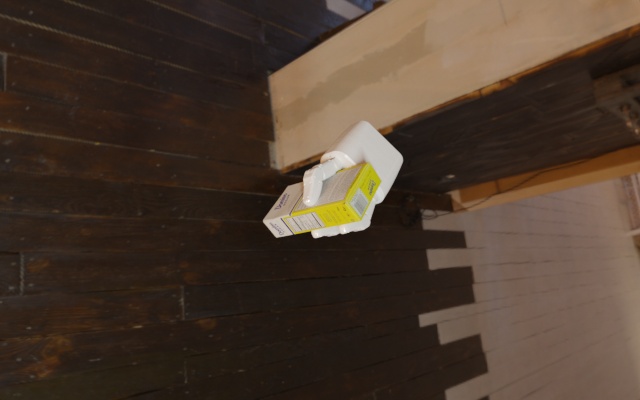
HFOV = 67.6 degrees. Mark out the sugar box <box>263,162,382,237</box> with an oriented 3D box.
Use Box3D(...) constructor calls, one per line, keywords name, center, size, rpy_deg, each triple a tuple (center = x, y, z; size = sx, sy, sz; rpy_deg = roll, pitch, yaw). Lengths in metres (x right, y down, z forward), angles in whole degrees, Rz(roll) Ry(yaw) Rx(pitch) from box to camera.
Box3D(name="sugar box", center=(0.001, 0.003, 0.738), size=(0.176, 0.048, 0.093), rpy_deg=(-16, 30, 43))
